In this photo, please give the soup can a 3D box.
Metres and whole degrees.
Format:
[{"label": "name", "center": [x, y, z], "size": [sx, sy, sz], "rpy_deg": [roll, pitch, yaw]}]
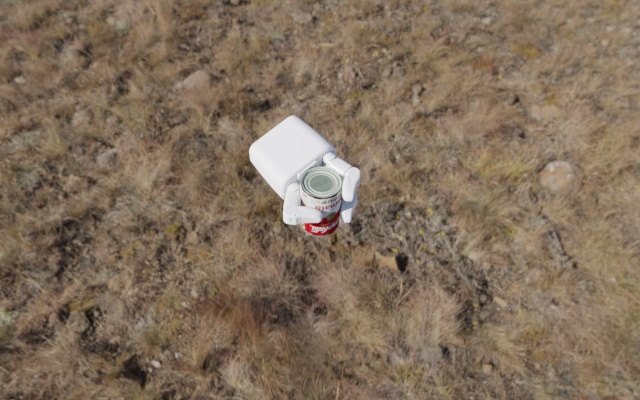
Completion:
[{"label": "soup can", "center": [0.000, 0.003, 0.777], "size": [0.068, 0.068, 0.102], "rpy_deg": [0, -39, -3]}]
